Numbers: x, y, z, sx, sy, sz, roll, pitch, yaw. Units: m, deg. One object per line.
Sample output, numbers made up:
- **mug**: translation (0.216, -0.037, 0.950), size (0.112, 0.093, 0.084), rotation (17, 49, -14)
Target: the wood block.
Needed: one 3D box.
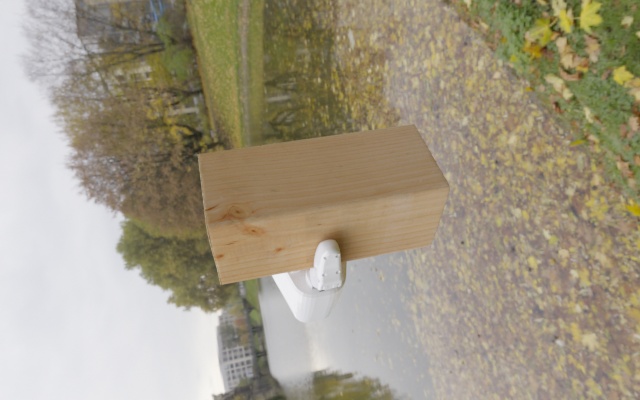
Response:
- **wood block**: translation (0.000, 0.002, 0.448), size (0.206, 0.090, 0.090), rotation (-10, -40, -10)
